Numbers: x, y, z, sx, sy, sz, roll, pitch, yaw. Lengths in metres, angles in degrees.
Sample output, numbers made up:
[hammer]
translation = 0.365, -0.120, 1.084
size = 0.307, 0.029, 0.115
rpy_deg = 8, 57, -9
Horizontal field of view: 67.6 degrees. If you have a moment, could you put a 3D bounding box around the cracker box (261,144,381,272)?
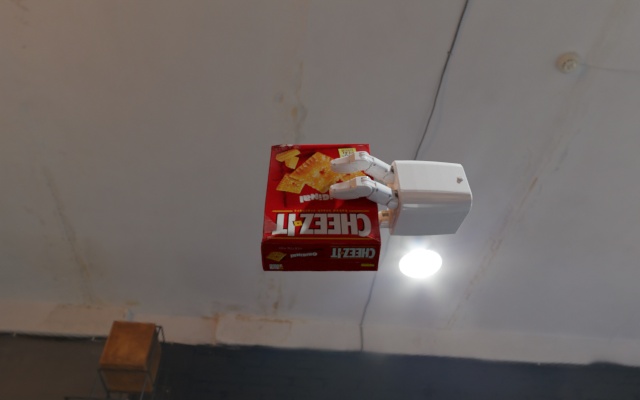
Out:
[cracker box]
translation = 0.000, 0.002, 0.723
size = 0.164, 0.072, 0.213
rpy_deg = 0, 44, 0
